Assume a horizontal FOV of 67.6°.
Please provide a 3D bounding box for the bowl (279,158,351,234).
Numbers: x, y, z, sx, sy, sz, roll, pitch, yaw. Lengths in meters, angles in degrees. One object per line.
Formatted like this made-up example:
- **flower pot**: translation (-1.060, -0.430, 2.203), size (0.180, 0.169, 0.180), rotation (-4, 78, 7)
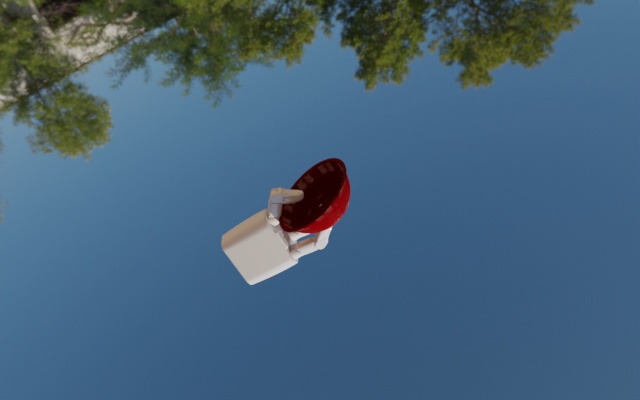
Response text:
- **bowl**: translation (0.001, 0.002, 0.859), size (0.055, 0.162, 0.162), rotation (40, -22, -28)
